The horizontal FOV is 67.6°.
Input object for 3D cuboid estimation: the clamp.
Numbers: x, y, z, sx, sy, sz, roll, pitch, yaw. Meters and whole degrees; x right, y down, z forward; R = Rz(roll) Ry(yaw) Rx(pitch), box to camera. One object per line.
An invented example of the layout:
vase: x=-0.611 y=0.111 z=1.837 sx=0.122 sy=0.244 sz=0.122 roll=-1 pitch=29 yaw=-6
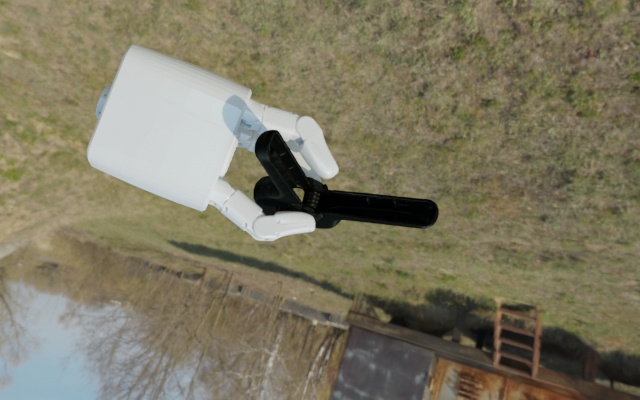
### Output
clamp: x=-0.001 y=0.002 z=0.458 sx=0.164 sy=0.036 sz=0.210 roll=21 pitch=-17 yaw=-13
